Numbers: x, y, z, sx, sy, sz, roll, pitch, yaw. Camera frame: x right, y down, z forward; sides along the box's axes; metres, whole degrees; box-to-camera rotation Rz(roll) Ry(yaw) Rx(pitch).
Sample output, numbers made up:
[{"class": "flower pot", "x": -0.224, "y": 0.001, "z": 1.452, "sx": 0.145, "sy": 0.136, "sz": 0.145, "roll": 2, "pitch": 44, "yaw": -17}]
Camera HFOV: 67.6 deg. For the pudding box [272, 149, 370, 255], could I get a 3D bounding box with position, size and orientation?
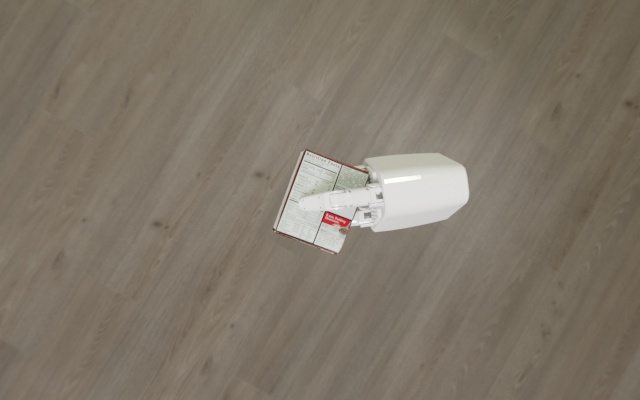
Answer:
[{"class": "pudding box", "x": 0.000, "y": 0.002, "z": 0.602, "sx": 0.090, "sy": 0.113, "sz": 0.039, "roll": 21, "pitch": -3, "yaw": -7}]
